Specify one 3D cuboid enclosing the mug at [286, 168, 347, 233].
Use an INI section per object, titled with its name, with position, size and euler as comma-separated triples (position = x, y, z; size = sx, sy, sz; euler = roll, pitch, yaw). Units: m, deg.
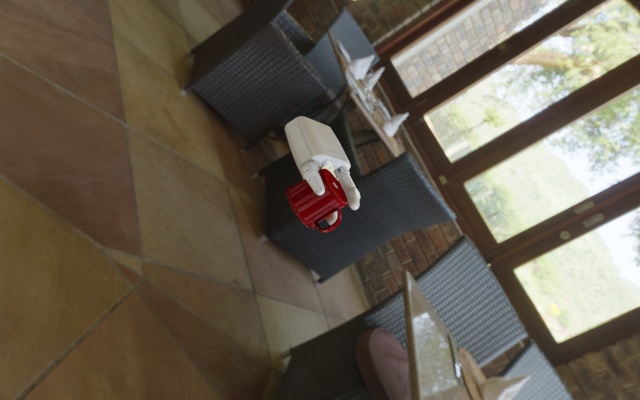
[mug]
position = 0.001, 0.004, 0.883
size = 0.081, 0.117, 0.093
euler = -32, -28, 16
